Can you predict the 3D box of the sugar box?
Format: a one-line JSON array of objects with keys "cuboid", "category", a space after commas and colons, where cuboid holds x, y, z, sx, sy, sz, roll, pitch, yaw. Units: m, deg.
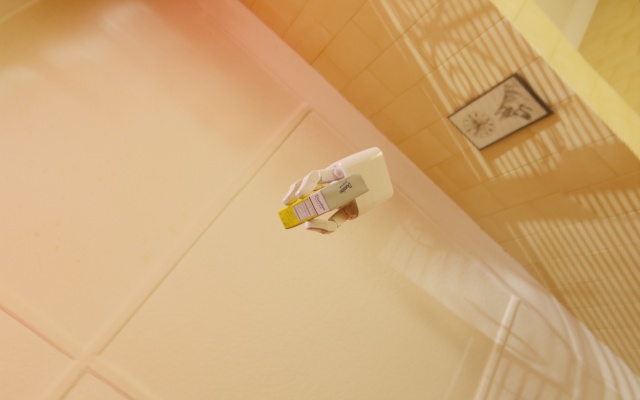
[{"cuboid": [0.000, 0.002, 0.870, 0.093, 0.048, 0.176, -27, -2, -33], "category": "sugar box"}]
